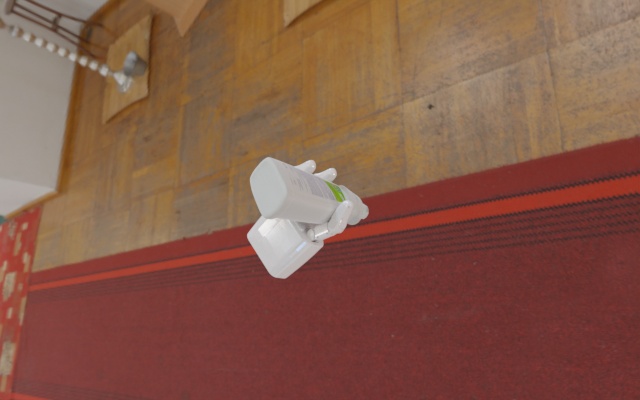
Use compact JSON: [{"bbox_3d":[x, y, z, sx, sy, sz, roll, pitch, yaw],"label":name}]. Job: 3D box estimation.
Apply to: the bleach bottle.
[{"bbox_3d":[0.000,0.003,0.828,0.251,0.102,0.068,17,-54,-45],"label":"bleach bottle"}]
